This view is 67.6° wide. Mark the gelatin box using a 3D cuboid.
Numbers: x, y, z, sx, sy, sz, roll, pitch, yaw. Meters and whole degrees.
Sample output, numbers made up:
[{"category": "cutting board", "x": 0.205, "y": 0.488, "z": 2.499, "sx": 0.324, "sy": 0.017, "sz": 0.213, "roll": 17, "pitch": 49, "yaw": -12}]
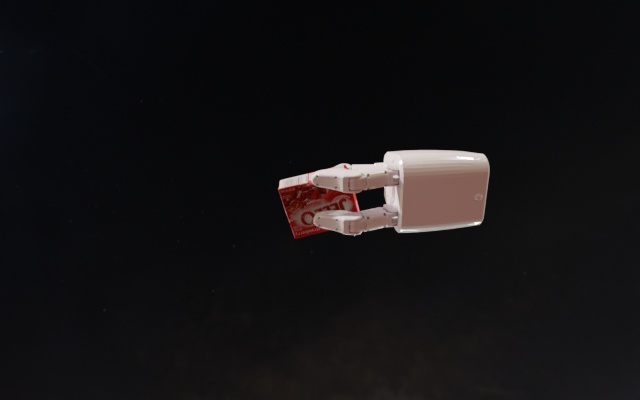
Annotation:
[{"category": "gelatin box", "x": 0.000, "y": 0.002, "z": 0.597, "sx": 0.089, "sy": 0.073, "sz": 0.030, "roll": -13, "pitch": 26, "yaw": 7}]
